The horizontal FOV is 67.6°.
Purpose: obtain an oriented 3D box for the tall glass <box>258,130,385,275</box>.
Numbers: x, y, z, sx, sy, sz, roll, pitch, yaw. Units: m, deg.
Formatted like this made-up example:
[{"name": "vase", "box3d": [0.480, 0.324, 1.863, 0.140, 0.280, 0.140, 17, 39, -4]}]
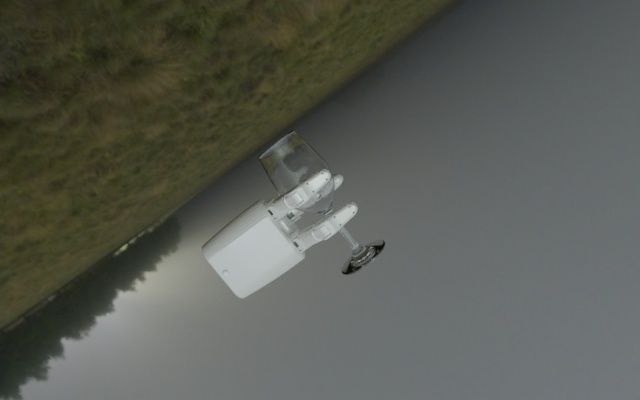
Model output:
[{"name": "tall glass", "box3d": [0.001, 0.003, 0.651, 0.079, 0.201, 0.079, -36, 10, 7]}]
